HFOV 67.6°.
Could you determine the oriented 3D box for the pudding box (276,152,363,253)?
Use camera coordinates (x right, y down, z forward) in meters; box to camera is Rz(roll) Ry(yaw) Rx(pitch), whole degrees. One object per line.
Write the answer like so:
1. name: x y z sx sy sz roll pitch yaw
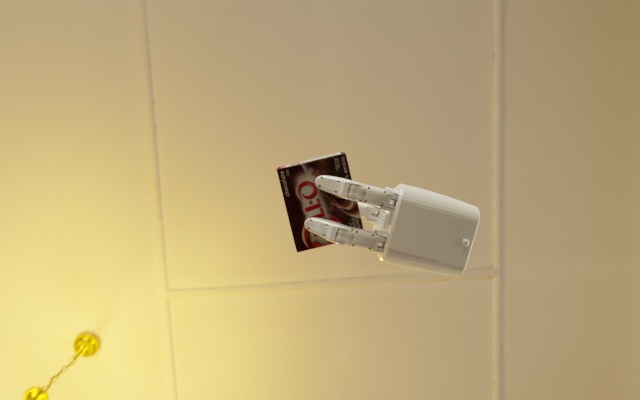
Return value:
1. pudding box: 0.000 0.002 0.614 0.090 0.113 0.039 -14 6 -1
